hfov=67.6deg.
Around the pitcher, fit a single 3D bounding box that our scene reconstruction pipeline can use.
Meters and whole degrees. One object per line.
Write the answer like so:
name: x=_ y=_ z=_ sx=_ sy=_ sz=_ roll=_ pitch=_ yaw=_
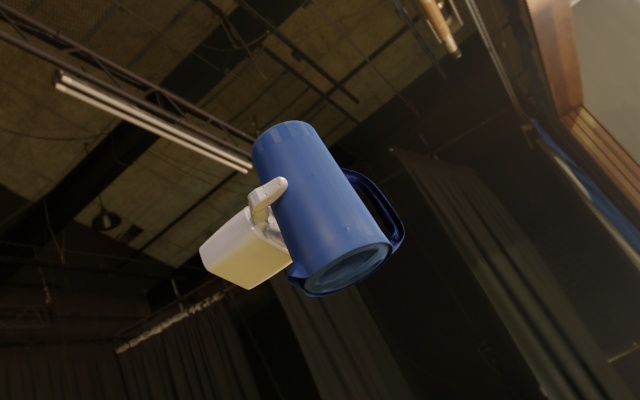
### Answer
pitcher: x=0.000 y=0.002 z=0.691 sx=0.145 sy=0.242 sz=0.149 roll=-38 pitch=-29 yaw=19
